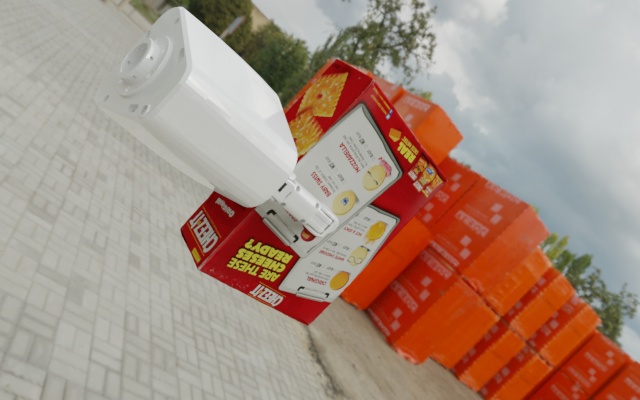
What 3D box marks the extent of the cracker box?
[{"bbox_3d":[0.000,0.001,0.464,0.164,0.214,0.072,41,5,-43],"label":"cracker box"}]
